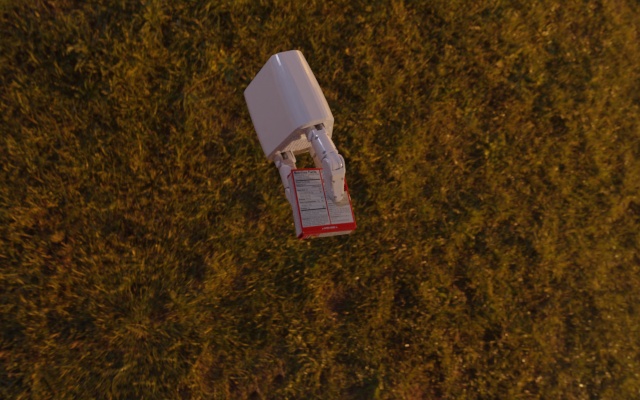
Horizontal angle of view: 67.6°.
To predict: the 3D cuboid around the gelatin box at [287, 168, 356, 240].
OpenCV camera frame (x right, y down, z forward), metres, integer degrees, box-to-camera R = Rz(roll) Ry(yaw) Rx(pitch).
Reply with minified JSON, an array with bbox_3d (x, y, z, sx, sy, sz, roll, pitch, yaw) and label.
[{"bbox_3d":[0.000,0.002,0.619,0.073,0.089,0.030,-5,-20,-20],"label":"gelatin box"}]
